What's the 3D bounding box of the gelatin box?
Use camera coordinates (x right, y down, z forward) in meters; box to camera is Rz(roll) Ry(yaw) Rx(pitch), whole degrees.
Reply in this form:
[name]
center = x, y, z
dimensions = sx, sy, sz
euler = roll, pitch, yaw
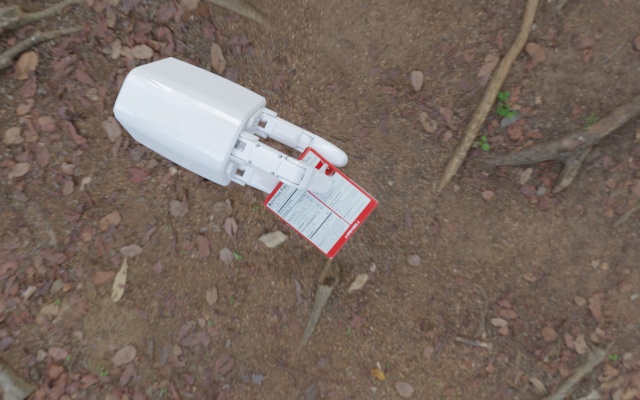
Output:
[gelatin box]
center = 0.000, 0.002, 0.473
dimensions = 0.089, 0.073, 0.030
euler = 39, 5, -2
